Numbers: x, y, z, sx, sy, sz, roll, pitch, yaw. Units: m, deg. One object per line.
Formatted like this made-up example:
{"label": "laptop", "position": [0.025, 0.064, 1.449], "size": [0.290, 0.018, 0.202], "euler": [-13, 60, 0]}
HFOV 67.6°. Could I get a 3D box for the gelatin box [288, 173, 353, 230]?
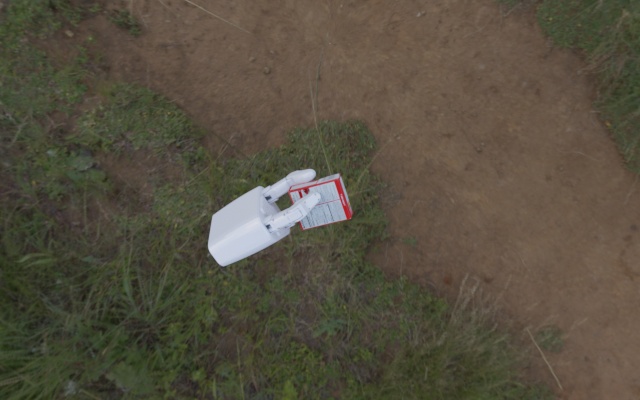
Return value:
{"label": "gelatin box", "position": [0.000, 0.003, 0.783], "size": [0.089, 0.073, 0.030], "euler": [-14, 20, 14]}
